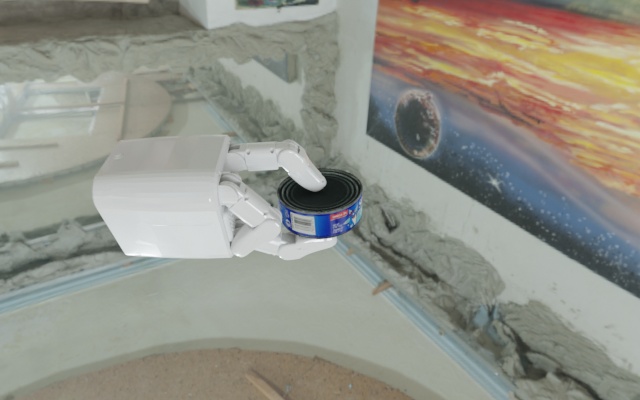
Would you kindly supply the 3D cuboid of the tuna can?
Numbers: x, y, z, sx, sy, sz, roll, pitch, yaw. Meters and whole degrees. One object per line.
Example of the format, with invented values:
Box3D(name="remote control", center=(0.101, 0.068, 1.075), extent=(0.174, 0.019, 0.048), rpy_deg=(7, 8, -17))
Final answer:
Box3D(name="tuna can", center=(0.000, 0.002, 0.486), extent=(0.086, 0.034, 0.086), rpy_deg=(-3, 32, 2))
